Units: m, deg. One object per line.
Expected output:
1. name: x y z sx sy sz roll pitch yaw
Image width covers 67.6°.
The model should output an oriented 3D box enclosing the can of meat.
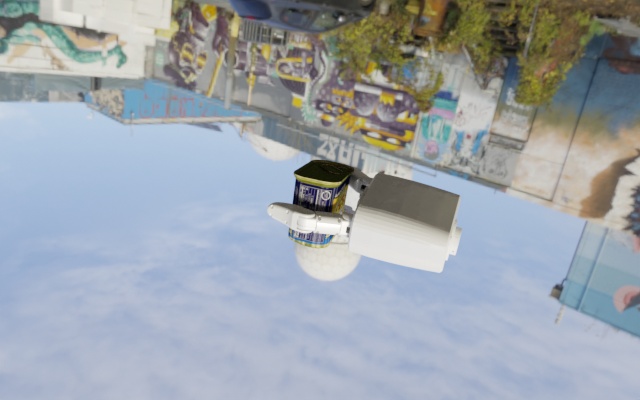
1. can of meat: 0.000 0.002 0.590 0.057 0.084 0.102 13 19 13
